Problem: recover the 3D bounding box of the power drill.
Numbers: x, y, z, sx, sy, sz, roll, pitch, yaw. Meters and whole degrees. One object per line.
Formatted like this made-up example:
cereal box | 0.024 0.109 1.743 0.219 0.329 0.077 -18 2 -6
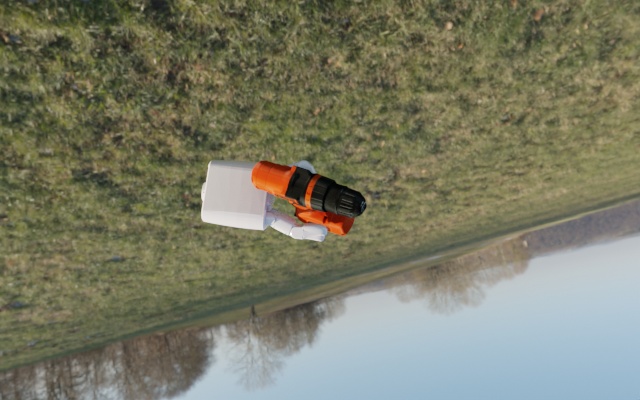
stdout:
power drill | 0.000 0.003 0.764 0.184 0.057 0.188 20 -12 21
